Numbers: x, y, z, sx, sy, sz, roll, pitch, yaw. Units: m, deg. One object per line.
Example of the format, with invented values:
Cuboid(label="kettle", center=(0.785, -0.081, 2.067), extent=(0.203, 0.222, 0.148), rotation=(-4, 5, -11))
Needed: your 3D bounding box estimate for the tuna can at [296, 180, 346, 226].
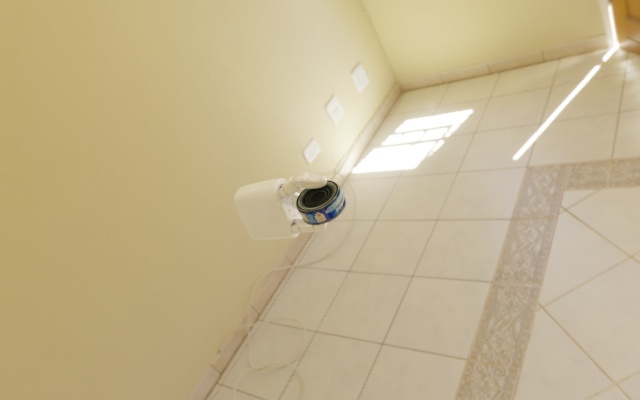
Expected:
Cuboid(label="tuna can", center=(0.000, 0.002, 0.849), extent=(0.086, 0.034, 0.086), rotation=(-18, 35, 13))
